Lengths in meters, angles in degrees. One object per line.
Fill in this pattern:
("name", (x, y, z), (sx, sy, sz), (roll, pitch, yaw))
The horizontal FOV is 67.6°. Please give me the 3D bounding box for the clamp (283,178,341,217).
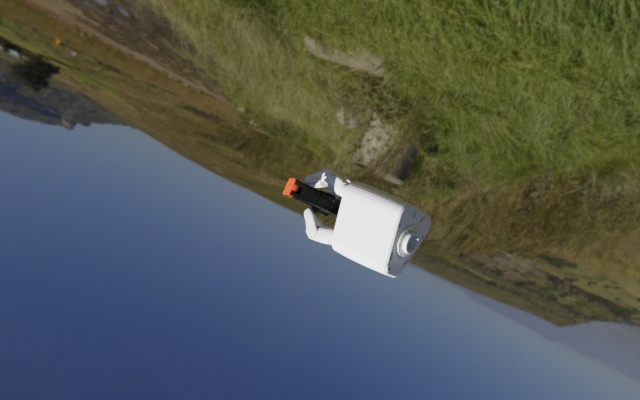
("clamp", (0.000, 0.003, 0.798), (0.164, 0.036, 0.210), (21, -3, 42))
